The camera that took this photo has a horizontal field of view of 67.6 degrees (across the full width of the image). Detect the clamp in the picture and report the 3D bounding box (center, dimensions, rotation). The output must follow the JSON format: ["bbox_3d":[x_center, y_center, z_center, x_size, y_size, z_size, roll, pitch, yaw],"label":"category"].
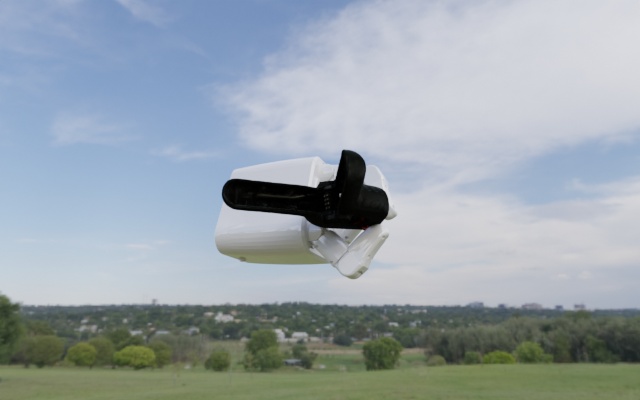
[{"bbox_3d":[0.000,0.001,0.415,0.120,0.039,0.171,-3,-17,21],"label":"clamp"}]
